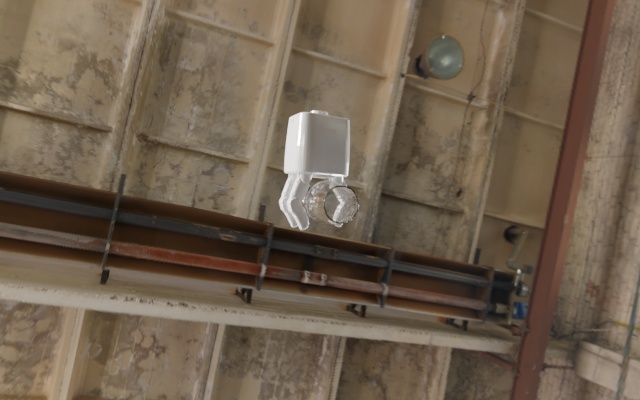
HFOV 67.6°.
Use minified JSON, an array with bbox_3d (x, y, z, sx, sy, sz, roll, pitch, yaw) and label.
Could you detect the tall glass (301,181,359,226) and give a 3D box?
[{"bbox_3d":[0.000,0.003,0.865,0.079,0.079,0.201,0,2,-20],"label":"tall glass"}]
